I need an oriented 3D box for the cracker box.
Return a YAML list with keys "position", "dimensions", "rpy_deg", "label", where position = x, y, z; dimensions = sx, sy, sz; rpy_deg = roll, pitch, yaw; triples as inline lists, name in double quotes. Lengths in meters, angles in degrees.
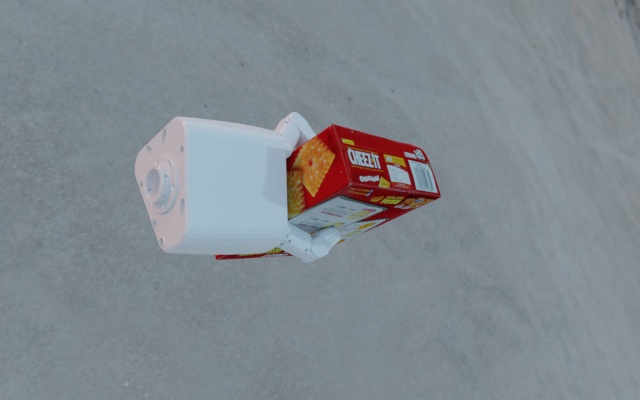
- position: [0.000, 0.002, 0.544]
  dimensions: [0.214, 0.072, 0.164]
  rpy_deg: [-29, -22, 38]
  label: "cracker box"
